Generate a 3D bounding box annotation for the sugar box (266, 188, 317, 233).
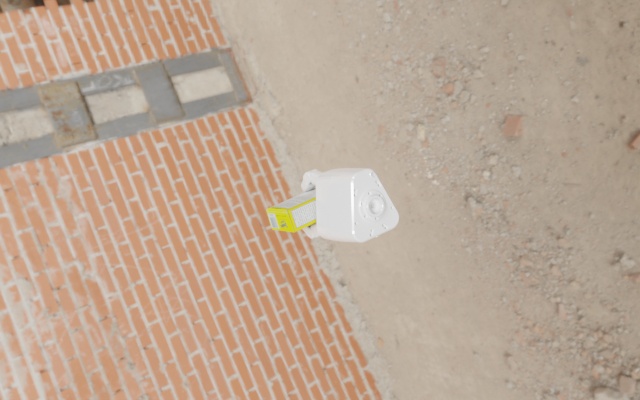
[{"bbox_3d":[0.000,0.003,0.852,0.176,0.048,0.093,-22,11,-27],"label":"sugar box"}]
